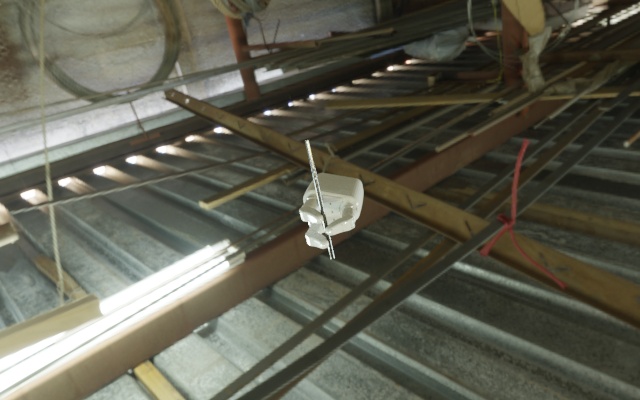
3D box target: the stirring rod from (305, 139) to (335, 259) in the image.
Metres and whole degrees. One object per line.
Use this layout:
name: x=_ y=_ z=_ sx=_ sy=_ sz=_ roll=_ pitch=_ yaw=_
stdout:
stirring rod: x=0.000 y=0.003 z=0.872 sx=0.011 sy=0.240 sz=0.011 roll=-10 pitch=24 yaw=5
